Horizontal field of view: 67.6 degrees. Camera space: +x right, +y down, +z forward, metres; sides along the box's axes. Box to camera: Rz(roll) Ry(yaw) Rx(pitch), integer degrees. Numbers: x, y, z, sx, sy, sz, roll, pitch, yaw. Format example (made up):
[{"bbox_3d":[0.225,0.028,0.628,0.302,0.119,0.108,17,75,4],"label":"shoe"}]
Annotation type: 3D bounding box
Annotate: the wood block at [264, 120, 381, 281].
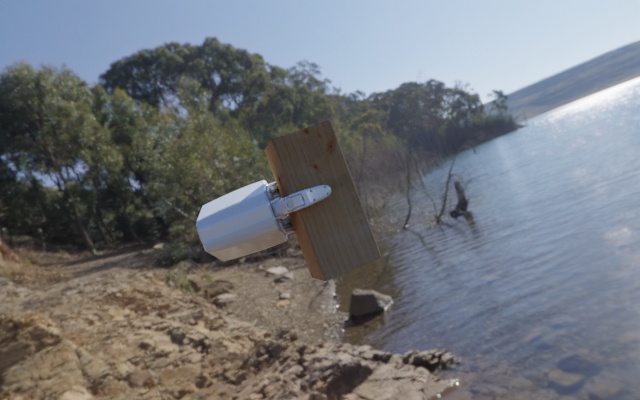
[{"bbox_3d":[0.000,0.002,0.694,0.090,0.206,0.091,-21,1,-14],"label":"wood block"}]
